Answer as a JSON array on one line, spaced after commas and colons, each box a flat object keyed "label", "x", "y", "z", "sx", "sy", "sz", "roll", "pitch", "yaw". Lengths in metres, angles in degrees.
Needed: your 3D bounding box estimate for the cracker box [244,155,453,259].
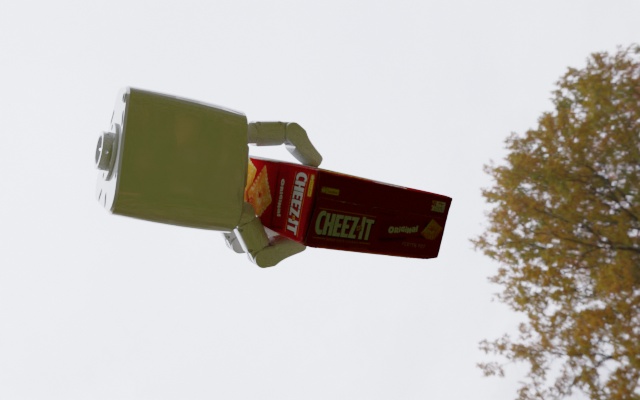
[{"label": "cracker box", "x": 0.000, "y": 0.001, "z": 0.508, "sx": 0.164, "sy": 0.072, "sz": 0.213, "roll": 9, "pitch": 5, "yaw": -34}]
